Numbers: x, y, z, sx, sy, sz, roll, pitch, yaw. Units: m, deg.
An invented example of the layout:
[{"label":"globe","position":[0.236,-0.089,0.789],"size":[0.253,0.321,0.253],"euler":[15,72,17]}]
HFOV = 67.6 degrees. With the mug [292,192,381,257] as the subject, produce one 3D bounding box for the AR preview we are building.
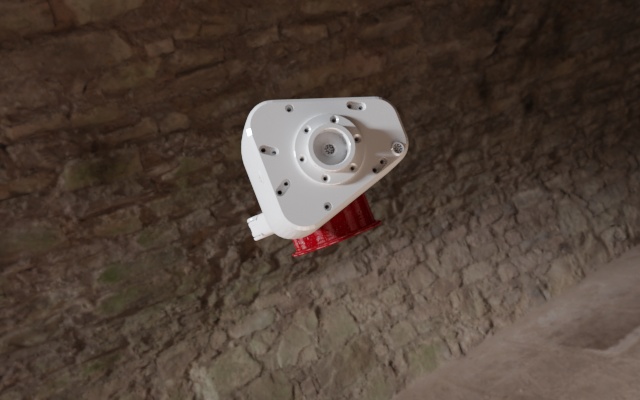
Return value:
[{"label":"mug","position":[0.000,0.001,0.482],"size":[0.093,0.081,0.117],"euler":[-21,-2,-10]}]
